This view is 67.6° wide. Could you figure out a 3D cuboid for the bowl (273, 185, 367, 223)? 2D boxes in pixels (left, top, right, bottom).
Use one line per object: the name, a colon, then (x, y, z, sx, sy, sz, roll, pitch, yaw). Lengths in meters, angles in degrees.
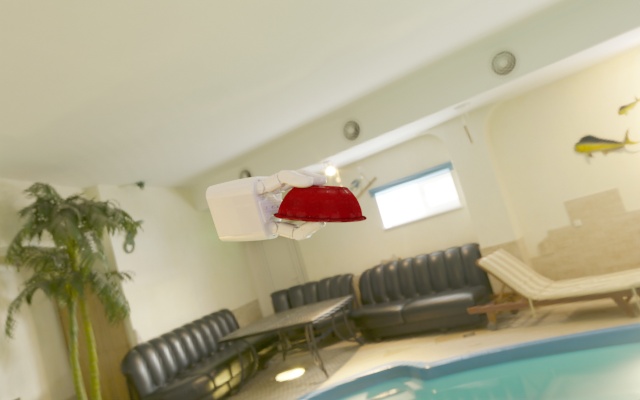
bowl: (0.001, 0.002, 0.825, 0.162, 0.055, 0.162, 2, 4, 0)
